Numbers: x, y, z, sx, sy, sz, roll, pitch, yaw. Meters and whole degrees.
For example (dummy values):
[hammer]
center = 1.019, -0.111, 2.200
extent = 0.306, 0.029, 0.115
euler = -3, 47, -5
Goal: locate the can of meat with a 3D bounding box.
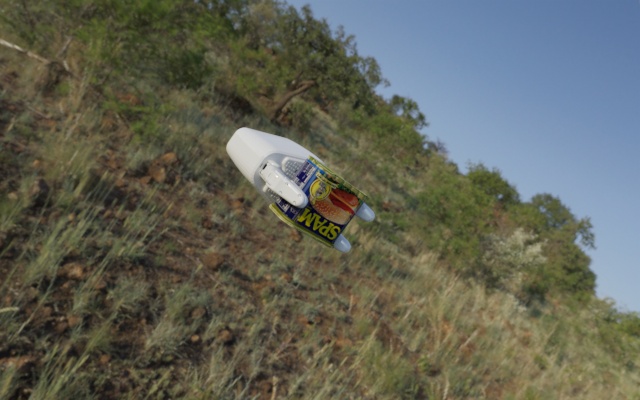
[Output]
[can of meat]
center = 0.000, 0.002, 0.617
extent = 0.102, 0.084, 0.057
euler = 32, 6, -38
